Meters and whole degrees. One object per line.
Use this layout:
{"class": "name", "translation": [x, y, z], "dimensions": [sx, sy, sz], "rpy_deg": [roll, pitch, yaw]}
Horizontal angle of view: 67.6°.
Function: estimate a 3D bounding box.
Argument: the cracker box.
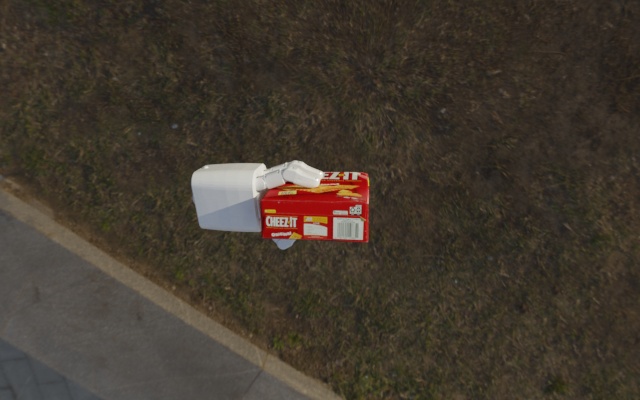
{"class": "cracker box", "translation": [0.000, 0.003, 0.809], "dimensions": [0.164, 0.072, 0.213], "rpy_deg": [2, 15, 5]}
